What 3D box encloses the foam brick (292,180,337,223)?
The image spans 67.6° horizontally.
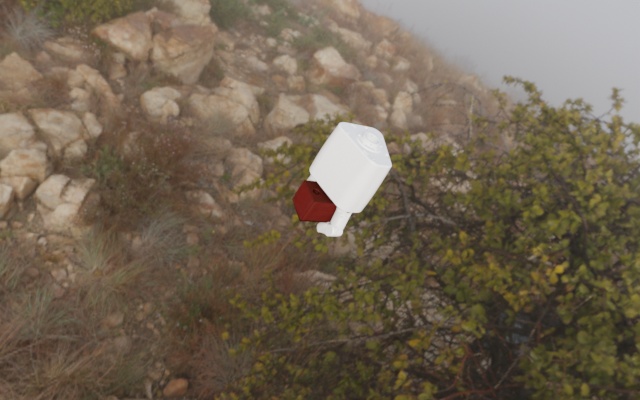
[{"bbox_3d":[0.000,0.003,0.829,0.078,0.053,0.051,5,-44,-34],"label":"foam brick"}]
